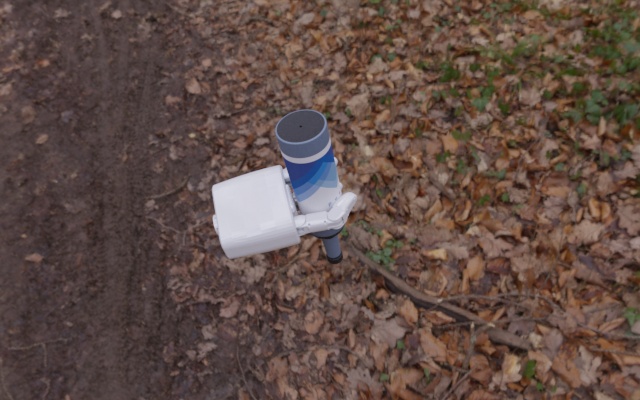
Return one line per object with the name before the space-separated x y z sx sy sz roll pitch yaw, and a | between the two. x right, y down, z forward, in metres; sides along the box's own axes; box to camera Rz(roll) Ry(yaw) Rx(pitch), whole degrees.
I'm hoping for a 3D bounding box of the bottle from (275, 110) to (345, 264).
bottle | 0.000 0.002 0.708 0.069 0.069 0.296 0 -41 13
